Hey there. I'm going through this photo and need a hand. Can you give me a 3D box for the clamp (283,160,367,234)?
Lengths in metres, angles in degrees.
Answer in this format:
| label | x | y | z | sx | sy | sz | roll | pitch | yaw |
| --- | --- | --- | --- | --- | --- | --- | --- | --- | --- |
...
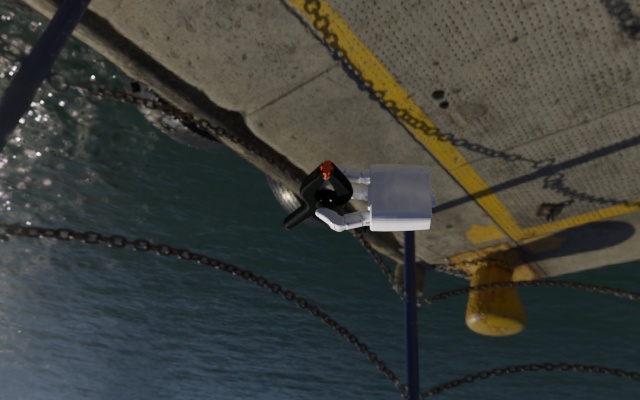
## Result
| label | x | y | z | sx | sy | sz | roll | pitch | yaw |
| --- | --- | --- | --- | --- | --- | --- | --- | --- | --- |
| clamp | 0.000 | 0.003 | 0.875 | 0.164 | 0.036 | 0.210 | -1 | -34 | 7 |
